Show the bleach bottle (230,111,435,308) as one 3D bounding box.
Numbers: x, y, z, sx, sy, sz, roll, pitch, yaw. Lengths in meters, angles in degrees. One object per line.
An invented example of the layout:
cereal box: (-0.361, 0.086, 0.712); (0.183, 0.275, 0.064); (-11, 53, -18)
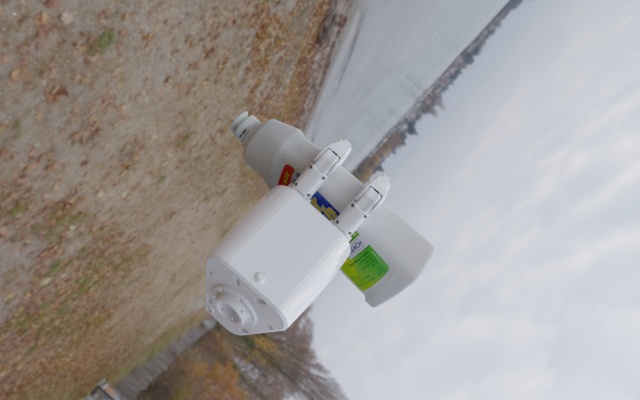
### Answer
bleach bottle: (0.000, 0.002, 0.523); (0.068, 0.251, 0.103); (-47, -2, -40)
